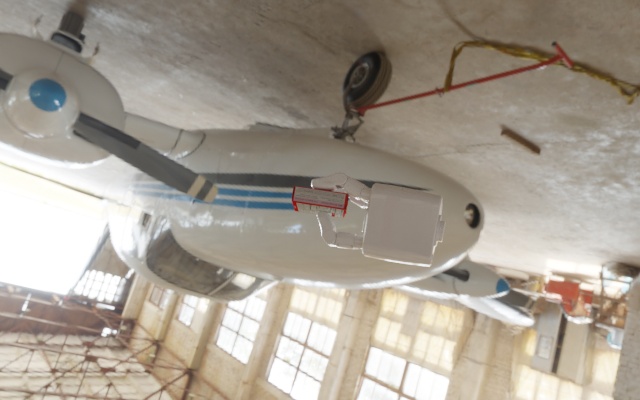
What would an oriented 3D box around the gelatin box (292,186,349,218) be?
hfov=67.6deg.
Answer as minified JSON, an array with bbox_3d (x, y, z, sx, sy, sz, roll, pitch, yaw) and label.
[{"bbox_3d":[0.000,0.003,0.780,0.089,0.030,0.073,8,-12,3],"label":"gelatin box"}]
